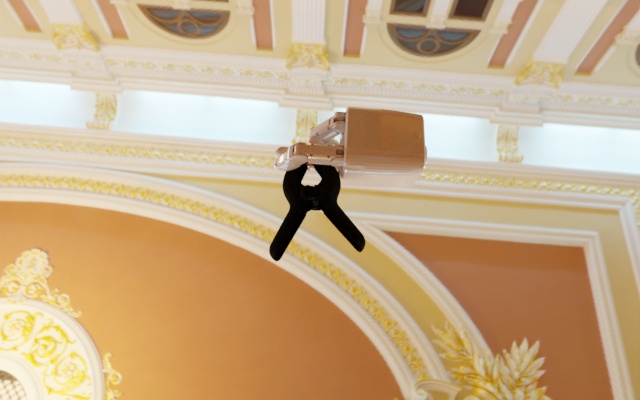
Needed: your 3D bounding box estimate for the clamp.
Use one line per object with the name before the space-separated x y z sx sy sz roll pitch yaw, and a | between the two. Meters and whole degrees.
clamp | 0.000 0.002 0.633 0.120 0.171 0.039 4 -28 0
